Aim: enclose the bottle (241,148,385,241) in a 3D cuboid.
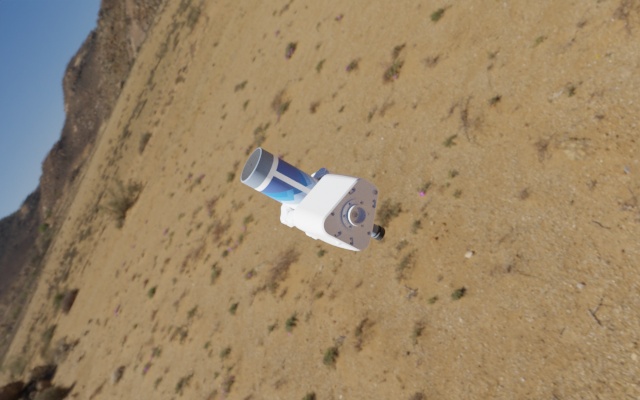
[{"bbox_3d":[0.000,0.003,0.866,0.296,0.069,0.069,28,-13,-25],"label":"bottle"}]
